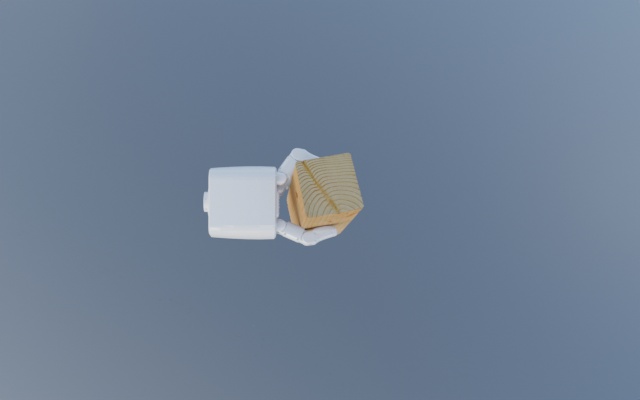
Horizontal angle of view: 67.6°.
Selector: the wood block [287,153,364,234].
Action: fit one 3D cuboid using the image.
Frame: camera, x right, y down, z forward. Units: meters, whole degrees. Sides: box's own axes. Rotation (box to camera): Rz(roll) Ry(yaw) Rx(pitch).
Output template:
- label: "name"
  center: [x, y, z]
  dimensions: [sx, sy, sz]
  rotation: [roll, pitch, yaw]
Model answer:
- label: "wood block"
  center: [0.000, 0.003, 0.810]
  dimensions: [0.090, 0.090, 0.206]
  rotation: [-10, -13, -10]
